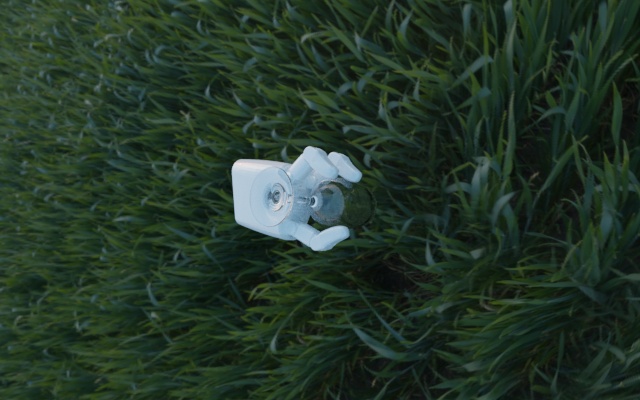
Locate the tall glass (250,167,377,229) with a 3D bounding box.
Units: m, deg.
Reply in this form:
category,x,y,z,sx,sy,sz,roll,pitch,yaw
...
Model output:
category,x,y,z,sx,sy,sz,roll,pitch,yaw
tall glass,0.000,0.002,0.662,0.079,0.079,0.201,0,-4,39
